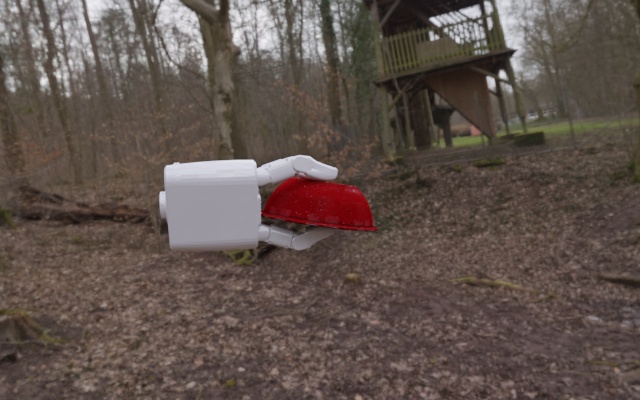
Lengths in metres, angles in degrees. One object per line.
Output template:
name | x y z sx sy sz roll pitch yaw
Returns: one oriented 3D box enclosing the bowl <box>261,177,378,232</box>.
bowl | 0.001 0.002 0.637 0.162 0.055 0.162 8 1 0
